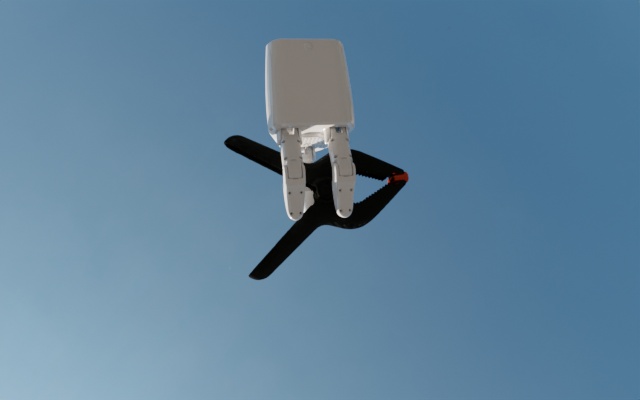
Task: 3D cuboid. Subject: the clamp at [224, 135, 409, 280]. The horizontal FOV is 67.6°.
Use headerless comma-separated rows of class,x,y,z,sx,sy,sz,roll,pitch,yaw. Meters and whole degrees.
clamp,0.000,0.002,0.550,0.210,0.164,0.036,-3,-8,-10
